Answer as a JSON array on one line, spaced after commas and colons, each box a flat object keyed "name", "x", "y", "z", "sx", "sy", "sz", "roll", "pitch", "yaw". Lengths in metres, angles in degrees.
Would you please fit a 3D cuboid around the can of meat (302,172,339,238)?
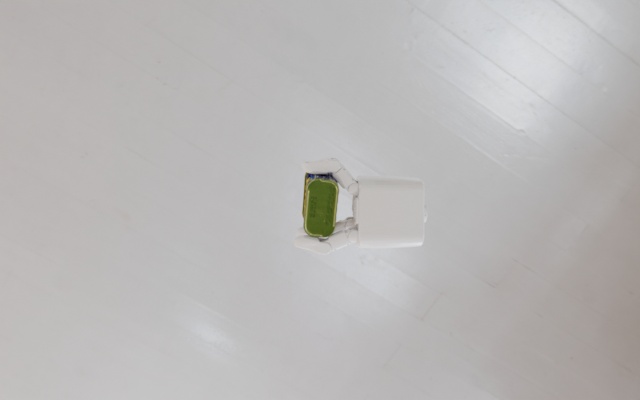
[{"name": "can of meat", "x": 0.000, "y": 0.003, "z": 0.786, "sx": 0.057, "sy": 0.102, "sz": 0.084, "roll": 4, "pitch": 15, "yaw": -3}]
